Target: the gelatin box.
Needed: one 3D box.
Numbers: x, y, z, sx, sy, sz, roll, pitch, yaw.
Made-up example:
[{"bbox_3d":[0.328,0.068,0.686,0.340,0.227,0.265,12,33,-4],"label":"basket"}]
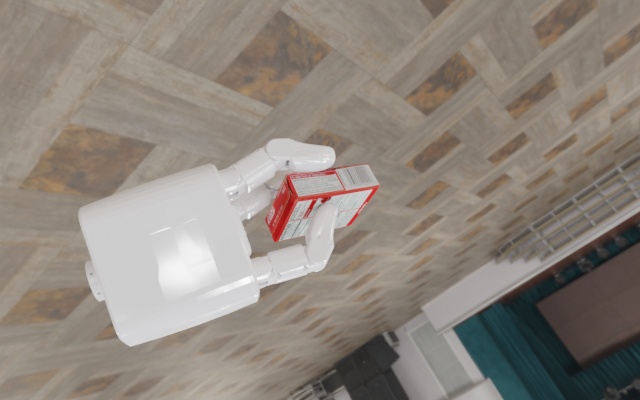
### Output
[{"bbox_3d":[0.001,0.002,0.445,0.089,0.030,0.073,-10,-29,-27],"label":"gelatin box"}]
